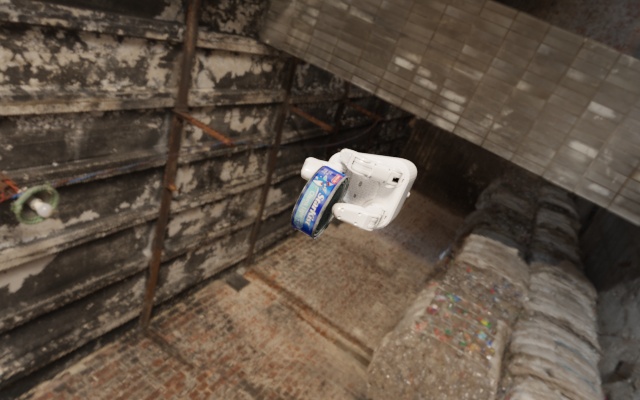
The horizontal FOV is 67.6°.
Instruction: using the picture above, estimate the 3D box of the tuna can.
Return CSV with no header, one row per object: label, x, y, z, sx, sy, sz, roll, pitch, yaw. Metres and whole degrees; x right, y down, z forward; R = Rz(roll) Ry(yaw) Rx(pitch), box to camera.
tuna can,0.000,0.002,0.570,0.034,0.086,0.086,29,6,11
